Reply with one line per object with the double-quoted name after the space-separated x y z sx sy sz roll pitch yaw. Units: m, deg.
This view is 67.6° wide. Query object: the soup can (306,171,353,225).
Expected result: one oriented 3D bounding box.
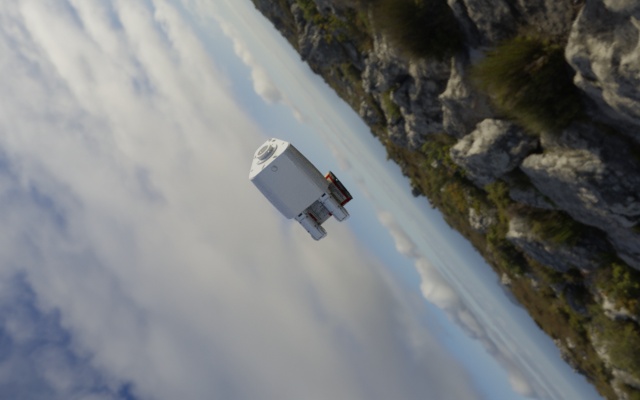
0.000 0.003 0.886 0.102 0.068 0.068 -40 -6 7 "soup can"
